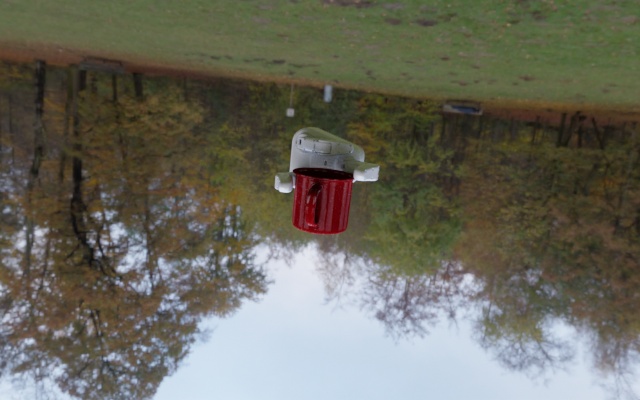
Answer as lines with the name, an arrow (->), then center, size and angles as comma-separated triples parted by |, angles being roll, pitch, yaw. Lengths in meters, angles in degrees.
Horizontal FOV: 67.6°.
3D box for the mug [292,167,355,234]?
mug -> 0.000, 0.003, 0.677 | 0.093, 0.081, 0.117 | 8, 12, 9
